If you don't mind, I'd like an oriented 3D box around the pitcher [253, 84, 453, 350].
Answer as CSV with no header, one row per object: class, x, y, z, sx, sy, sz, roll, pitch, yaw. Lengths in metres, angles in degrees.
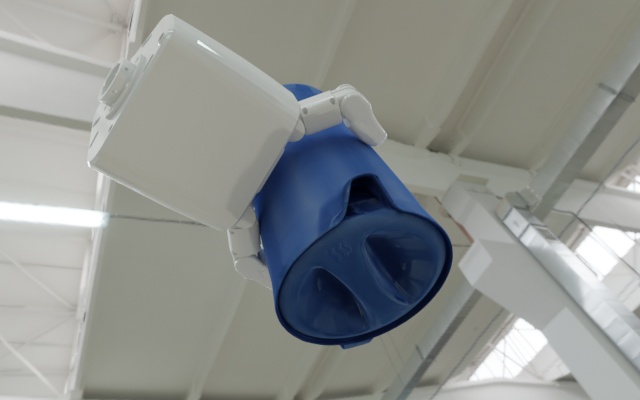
pitcher,0.000,0.001,0.429,0.145,0.149,0.242,30,22,-35
